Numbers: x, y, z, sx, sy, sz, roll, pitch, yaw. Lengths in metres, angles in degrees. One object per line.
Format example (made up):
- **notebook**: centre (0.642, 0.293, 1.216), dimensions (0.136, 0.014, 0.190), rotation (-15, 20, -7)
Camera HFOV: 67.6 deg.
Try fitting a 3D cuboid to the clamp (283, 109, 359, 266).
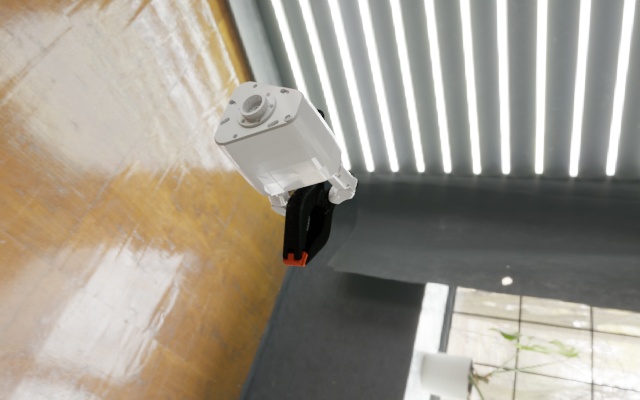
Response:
- **clamp**: centre (0.001, 0.003, 0.668), dimensions (0.036, 0.210, 0.165), rotation (0, -30, 30)
